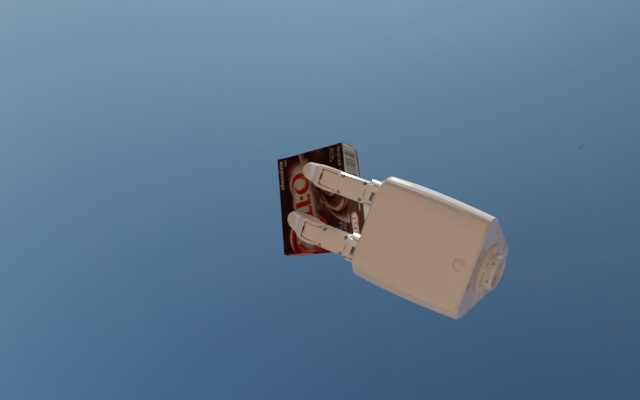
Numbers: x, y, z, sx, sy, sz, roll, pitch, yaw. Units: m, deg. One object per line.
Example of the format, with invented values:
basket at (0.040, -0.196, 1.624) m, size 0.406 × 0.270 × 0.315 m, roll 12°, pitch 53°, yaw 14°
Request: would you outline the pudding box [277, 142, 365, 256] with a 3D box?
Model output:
pudding box at (0.000, 0.002, 0.525) m, size 0.090 × 0.113 × 0.039 m, roll -11°, pitch -13°, yaw 33°
